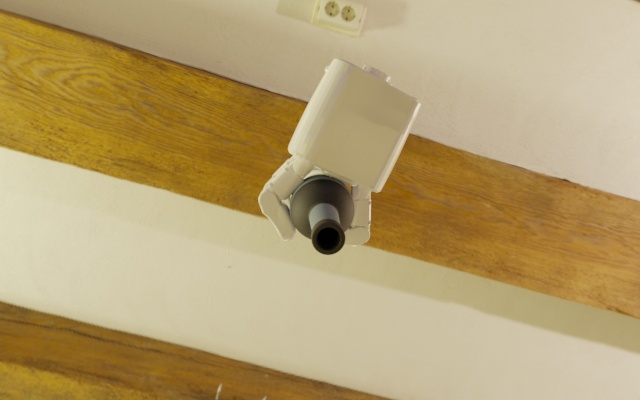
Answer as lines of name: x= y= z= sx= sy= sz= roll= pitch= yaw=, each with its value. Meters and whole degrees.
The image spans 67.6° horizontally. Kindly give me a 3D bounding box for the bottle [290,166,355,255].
bottle: x=0.000 y=0.002 z=0.523 sx=0.069 sy=0.069 sz=0.295 roll=0 pitch=11 yaw=-3
